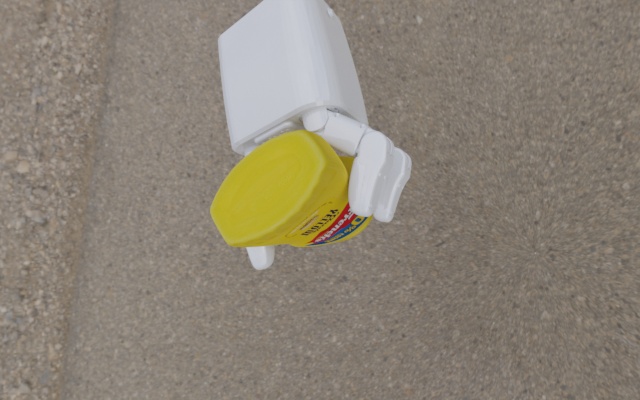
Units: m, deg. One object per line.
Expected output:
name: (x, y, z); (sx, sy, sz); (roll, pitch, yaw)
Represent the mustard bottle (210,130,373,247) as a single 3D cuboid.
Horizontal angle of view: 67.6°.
mustard bottle: (0.000, 0.002, 0.402); (0.096, 0.058, 0.191); (-41, -20, 15)
